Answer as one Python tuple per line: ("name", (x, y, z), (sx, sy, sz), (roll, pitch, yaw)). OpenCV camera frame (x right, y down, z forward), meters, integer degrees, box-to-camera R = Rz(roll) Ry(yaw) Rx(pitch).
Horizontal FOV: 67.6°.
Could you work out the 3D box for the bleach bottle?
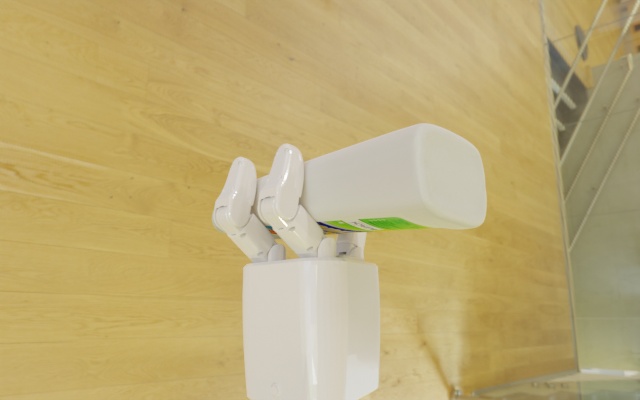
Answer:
("bleach bottle", (0.000, 0.001, 0.406), (0.251, 0.068, 0.102), (-11, -16, 41))
